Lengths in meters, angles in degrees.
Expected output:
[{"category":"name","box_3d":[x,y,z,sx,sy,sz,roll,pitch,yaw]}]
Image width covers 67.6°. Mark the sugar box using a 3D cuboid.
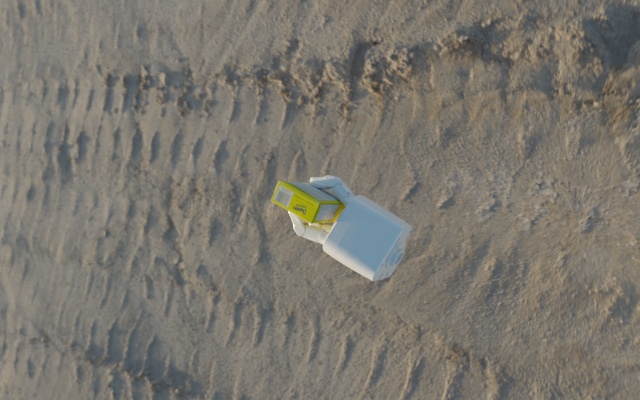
[{"category":"sugar box","box_3d":[0.000,0.003,0.867,0.093,0.048,0.176,29,11,27]}]
